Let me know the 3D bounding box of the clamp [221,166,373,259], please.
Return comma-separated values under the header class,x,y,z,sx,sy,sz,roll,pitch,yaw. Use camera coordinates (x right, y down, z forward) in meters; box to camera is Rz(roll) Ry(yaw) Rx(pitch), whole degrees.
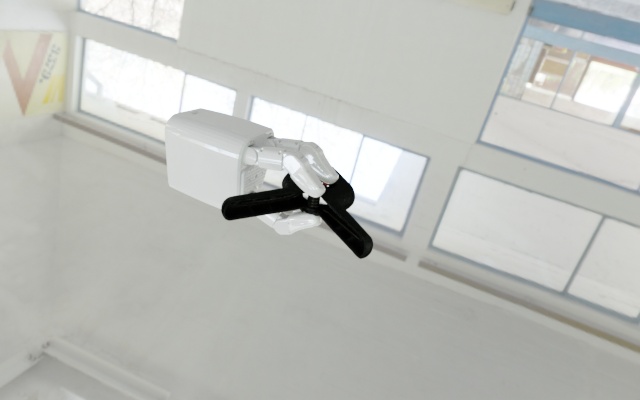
class,x,y,z,sx,sy,sz,roll,pitch,yaw
clamp,0.000,0.002,0.576,0.164,0.036,0.210,19,23,12
